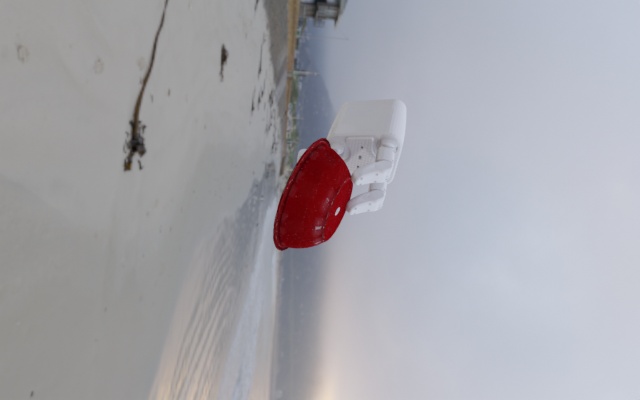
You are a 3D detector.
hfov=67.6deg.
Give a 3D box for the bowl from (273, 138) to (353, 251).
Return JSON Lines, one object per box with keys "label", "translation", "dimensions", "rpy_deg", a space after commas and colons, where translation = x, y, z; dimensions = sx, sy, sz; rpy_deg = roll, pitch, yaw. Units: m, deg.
{"label": "bowl", "translation": [0.000, 0.003, 0.634], "dimensions": [0.055, 0.162, 0.162], "rpy_deg": [23, 6, 15]}
